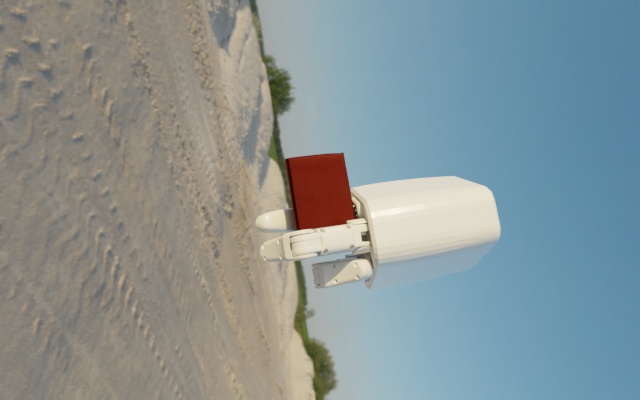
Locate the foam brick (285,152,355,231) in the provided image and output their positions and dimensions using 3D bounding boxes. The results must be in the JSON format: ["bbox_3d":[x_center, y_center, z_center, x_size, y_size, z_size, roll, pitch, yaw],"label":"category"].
[{"bbox_3d":[0.000,0.001,0.427,0.051,0.078,0.053,-9,-7,-2],"label":"foam brick"}]
